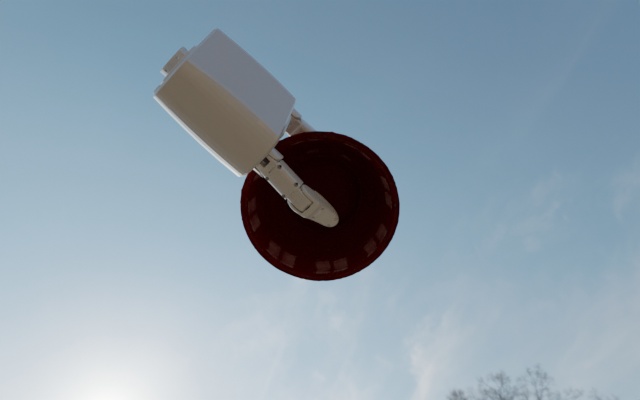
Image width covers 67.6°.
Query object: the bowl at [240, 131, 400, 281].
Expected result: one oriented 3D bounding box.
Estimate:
[{"bbox_3d":[0.001,0.003,0.506,0.162,0.162,0.055,0,19,3],"label":"bowl"}]
